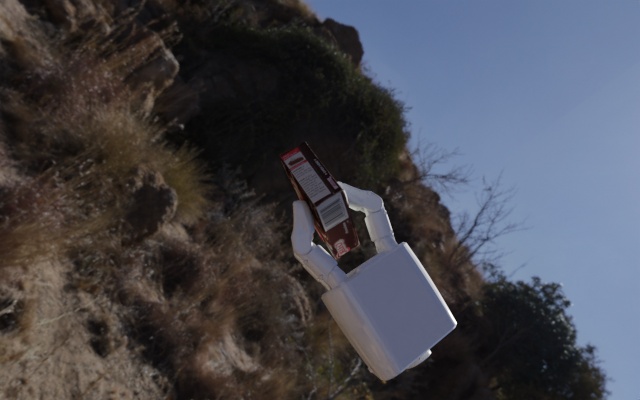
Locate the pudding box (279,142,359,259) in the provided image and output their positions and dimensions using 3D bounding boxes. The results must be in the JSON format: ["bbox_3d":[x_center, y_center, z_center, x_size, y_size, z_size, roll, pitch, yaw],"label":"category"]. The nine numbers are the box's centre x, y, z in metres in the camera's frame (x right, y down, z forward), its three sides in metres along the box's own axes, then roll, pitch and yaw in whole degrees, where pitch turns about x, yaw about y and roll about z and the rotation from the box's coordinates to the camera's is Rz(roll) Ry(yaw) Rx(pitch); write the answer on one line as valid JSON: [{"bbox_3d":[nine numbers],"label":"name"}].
[{"bbox_3d":[0.000,0.002,0.546,0.039,0.090,0.114,-30,-37,-9],"label":"pudding box"}]
